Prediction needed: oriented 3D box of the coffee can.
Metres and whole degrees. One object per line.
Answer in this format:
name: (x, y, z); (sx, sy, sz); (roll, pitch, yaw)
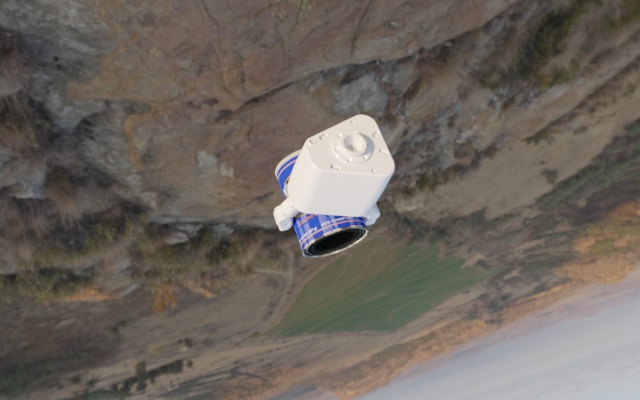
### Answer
coffee can: (0.000, 0.002, 0.727); (0.103, 0.140, 0.103); (-17, -22, -7)
